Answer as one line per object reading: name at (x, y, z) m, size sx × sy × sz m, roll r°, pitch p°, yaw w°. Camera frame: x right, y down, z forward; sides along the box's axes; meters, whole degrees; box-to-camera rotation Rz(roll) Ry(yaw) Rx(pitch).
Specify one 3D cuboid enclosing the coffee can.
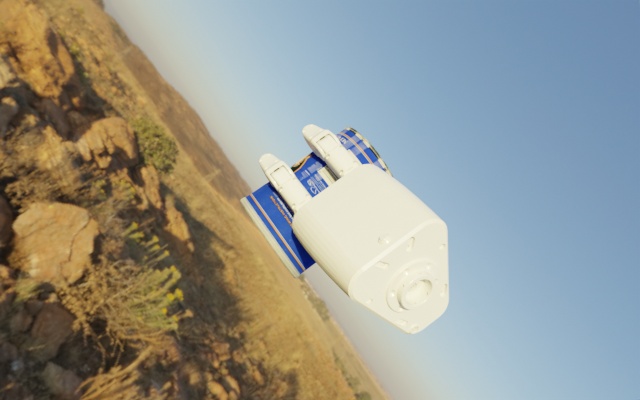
coffee can at (0.000, 0.002, 0.517) m, size 0.140 × 0.103 × 0.103 m, roll -35°, pitch 4°, yaw -6°
